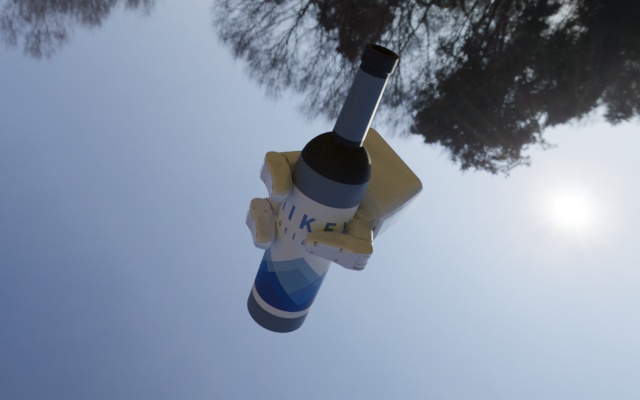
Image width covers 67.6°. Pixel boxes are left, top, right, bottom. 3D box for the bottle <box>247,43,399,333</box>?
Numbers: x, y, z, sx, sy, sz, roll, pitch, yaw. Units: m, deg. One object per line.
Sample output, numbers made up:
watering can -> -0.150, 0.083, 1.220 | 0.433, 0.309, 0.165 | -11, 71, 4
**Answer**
bottle -> 0.000, 0.002, 0.442 | 0.069, 0.296, 0.069 | 16, 32, -10
